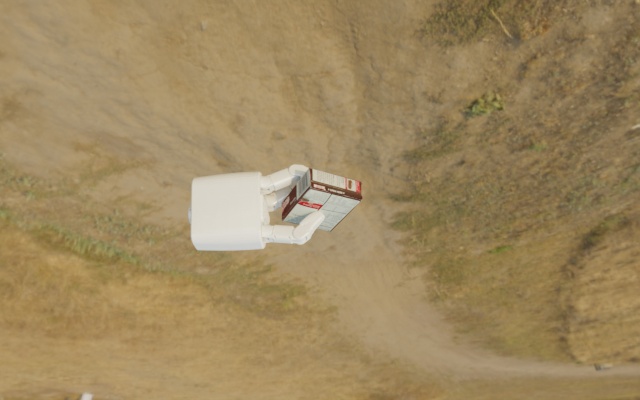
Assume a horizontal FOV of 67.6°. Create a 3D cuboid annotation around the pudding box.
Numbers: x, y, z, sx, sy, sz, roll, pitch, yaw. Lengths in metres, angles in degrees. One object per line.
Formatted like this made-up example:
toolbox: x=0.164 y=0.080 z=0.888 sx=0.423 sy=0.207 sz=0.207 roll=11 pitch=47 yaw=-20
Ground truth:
pudding box: x=0.000 y=0.003 z=0.743 sx=0.090 sy=0.039 sz=0.113 roll=13 pitch=-33 yaw=-22
